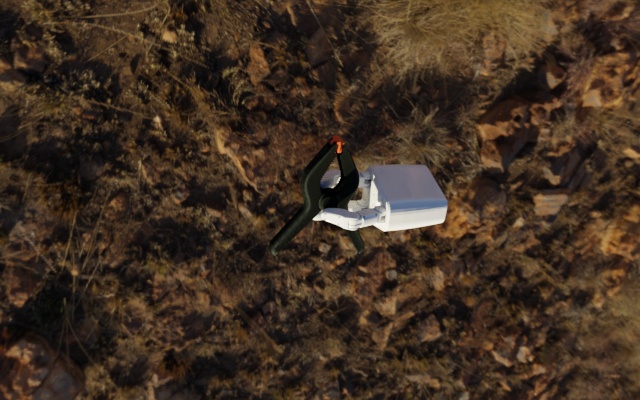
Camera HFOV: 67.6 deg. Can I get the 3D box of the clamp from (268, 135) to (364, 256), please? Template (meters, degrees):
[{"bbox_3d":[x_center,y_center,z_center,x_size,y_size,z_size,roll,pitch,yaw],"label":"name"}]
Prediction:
[{"bbox_3d":[0.001,0.002,0.749,0.164,0.210,0.036,-6,29,-17],"label":"clamp"}]
